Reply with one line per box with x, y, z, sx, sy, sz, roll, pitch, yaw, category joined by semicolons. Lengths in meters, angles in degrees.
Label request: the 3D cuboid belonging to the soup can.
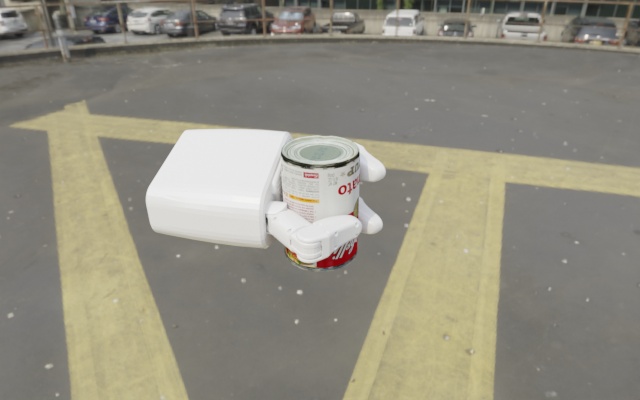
0.001;0.001;0.420;0.068;0.102;0.068;0;28;0;soup can
